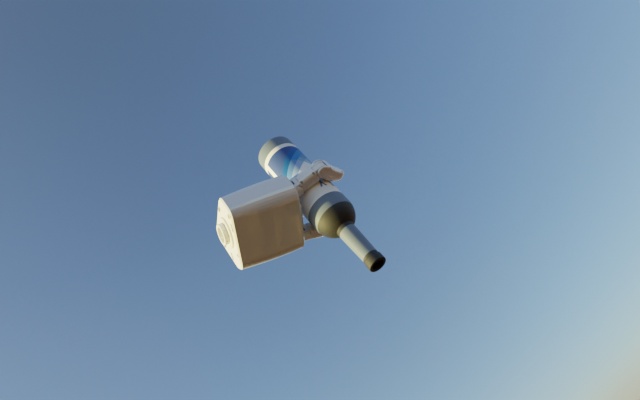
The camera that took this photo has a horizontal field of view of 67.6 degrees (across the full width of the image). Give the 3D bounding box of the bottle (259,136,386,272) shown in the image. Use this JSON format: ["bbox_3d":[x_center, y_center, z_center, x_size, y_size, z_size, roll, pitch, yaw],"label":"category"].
[{"bbox_3d":[0.000,0.002,0.738,0.069,0.069,0.295,0,35,-41],"label":"bottle"}]
